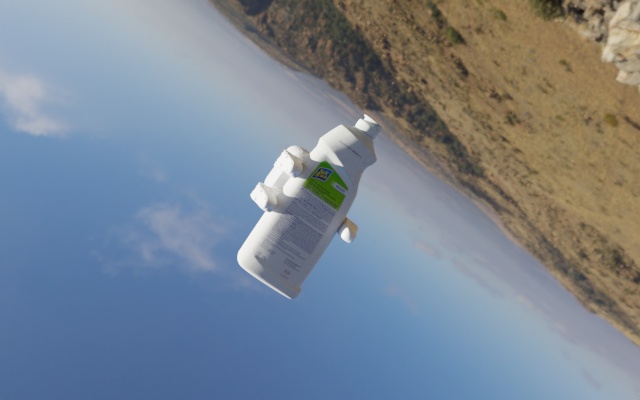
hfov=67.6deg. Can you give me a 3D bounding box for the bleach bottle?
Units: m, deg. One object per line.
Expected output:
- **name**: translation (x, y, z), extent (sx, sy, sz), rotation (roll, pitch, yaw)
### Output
- **bleach bottle**: translation (0.000, 0.002, 0.631), extent (0.102, 0.251, 0.068), rotation (35, 7, -14)
